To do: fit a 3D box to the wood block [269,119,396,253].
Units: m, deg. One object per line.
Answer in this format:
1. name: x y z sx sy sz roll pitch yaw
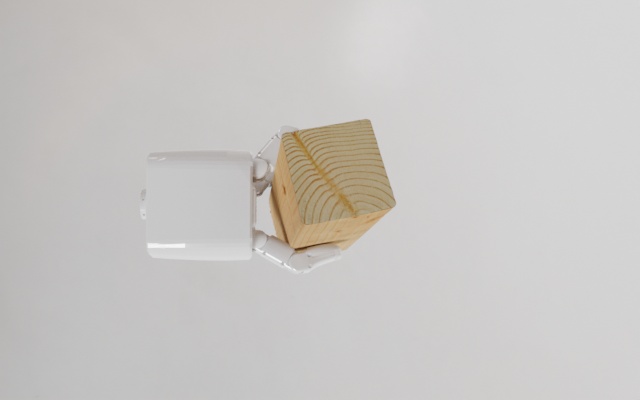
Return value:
1. wood block: 0.000 0.002 0.527 0.090 0.090 0.206 -11 -14 -12
